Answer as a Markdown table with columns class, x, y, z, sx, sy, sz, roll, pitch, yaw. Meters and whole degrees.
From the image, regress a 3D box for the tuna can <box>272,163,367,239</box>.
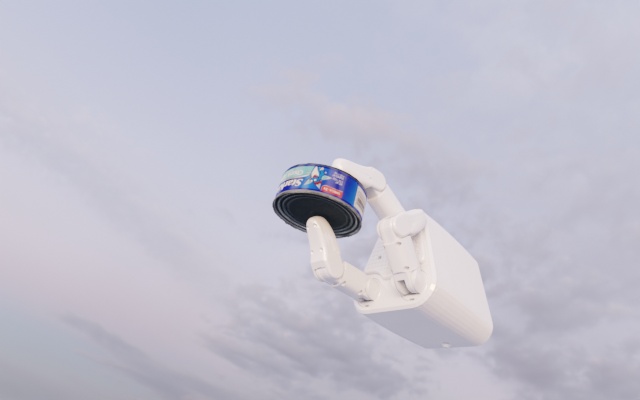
| class | x | y | z | sx | sy | sz | roll | pitch | yaw |
| --- | --- | --- | --- | --- | --- | --- | --- | --- | --- |
| tuna can | 0.000 | 0.001 | 0.452 | 0.086 | 0.033 | 0.086 | 12 | -28 | 7 |
